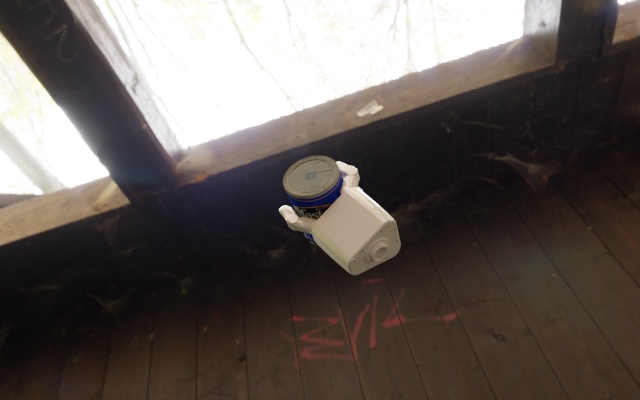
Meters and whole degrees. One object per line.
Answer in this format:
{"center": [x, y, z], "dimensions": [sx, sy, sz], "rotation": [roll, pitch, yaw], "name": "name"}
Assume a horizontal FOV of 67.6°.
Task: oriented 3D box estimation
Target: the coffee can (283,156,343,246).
{"center": [0.000, 0.003, 0.885], "dimensions": [0.103, 0.102, 0.140], "rotation": [0, -43, 20], "name": "coffee can"}
